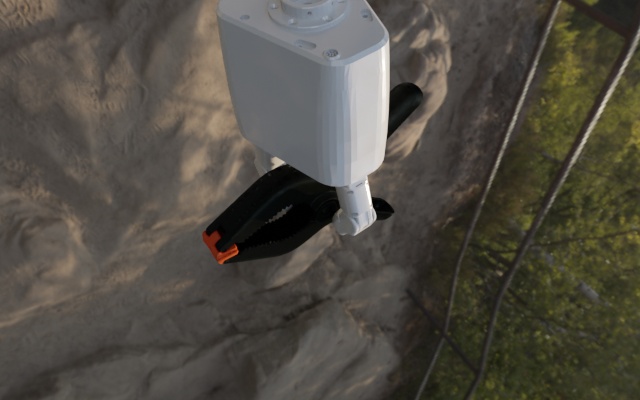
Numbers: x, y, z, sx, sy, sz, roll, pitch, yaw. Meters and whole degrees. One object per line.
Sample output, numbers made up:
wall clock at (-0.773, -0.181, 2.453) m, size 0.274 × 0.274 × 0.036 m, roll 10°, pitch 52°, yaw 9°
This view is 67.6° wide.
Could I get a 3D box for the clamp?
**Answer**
clamp at (0.000, 0.002, 0.424) m, size 0.210 × 0.036 × 0.165 m, roll -31°, pitch -34°, yaw -18°
